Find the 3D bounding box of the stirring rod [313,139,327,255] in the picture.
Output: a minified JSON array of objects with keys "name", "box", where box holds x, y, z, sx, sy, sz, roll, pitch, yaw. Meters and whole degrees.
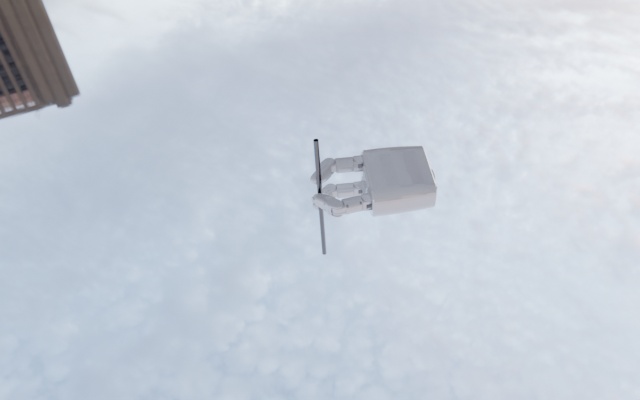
[{"name":"stirring rod","box":[0.000,0.003,0.793,0.011,0.240,0.011,-3,39,2]}]
